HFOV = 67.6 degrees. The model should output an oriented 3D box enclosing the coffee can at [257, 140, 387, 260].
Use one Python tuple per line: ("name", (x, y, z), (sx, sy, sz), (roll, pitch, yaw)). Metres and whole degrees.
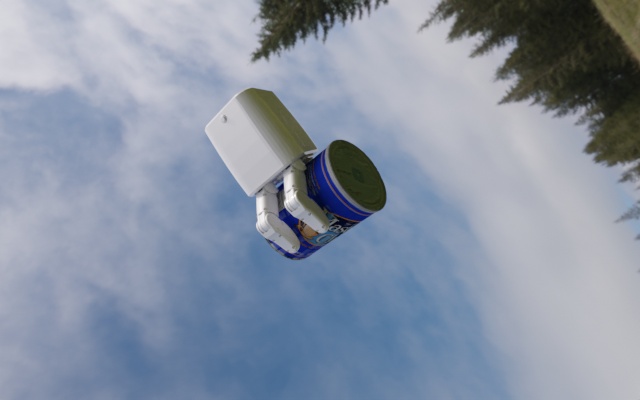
("coffee can", (0.000, 0.002, 0.621), (0.140, 0.102, 0.103), (-36, -22, 33))
